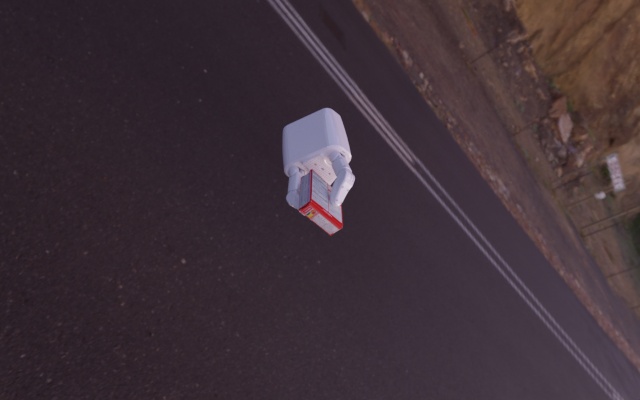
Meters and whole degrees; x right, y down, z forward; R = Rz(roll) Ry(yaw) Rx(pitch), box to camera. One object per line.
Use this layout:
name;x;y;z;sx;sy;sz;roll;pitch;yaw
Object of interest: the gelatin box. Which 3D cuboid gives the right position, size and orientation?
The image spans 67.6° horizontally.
gelatin box;0.000;0.002;0.768;0.030;0.089;0.073;-36;-60;24
